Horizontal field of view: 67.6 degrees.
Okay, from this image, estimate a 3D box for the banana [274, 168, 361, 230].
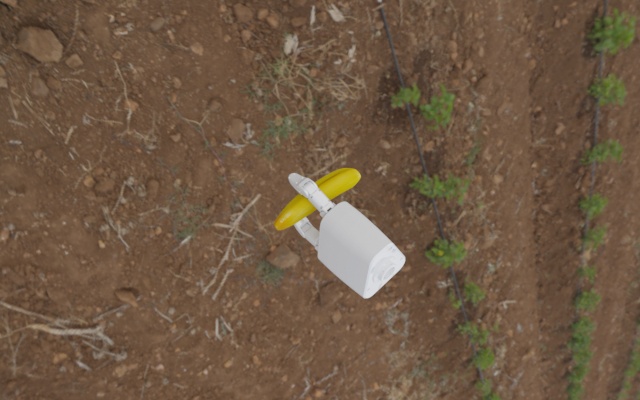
[{"bbox_3d":[0.007,-0.011,0.786,0.197,0.070,0.037,-30,64,-37],"label":"banana"}]
